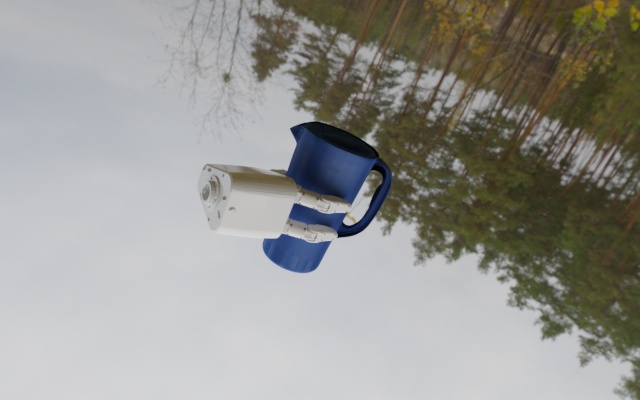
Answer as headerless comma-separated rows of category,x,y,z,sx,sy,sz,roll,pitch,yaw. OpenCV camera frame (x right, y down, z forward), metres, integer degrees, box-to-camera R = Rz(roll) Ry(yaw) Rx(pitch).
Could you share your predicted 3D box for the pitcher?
pitcher,0.000,0.003,0.804,0.145,0.243,0.149,5,28,-40
